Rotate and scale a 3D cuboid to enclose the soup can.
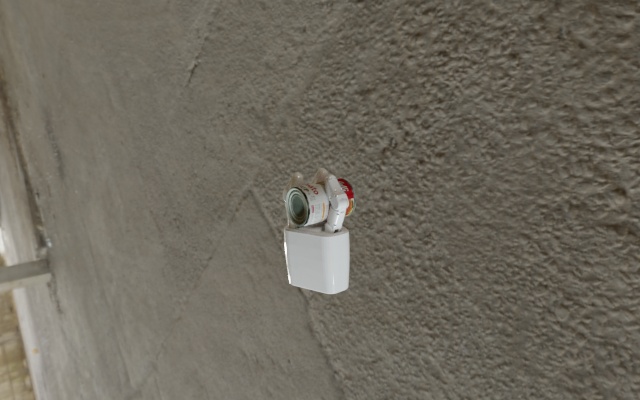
[{"bbox_3d":[0.000,0.002,0.812,0.102,0.068,0.068,-12,7,-36],"label":"soup can"}]
